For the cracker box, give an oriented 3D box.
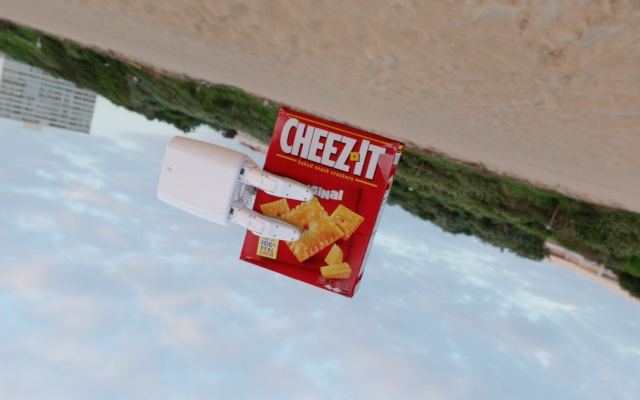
[{"bbox_3d":[0.000,0.002,0.637,0.164,0.214,0.072,18,10,11],"label":"cracker box"}]
